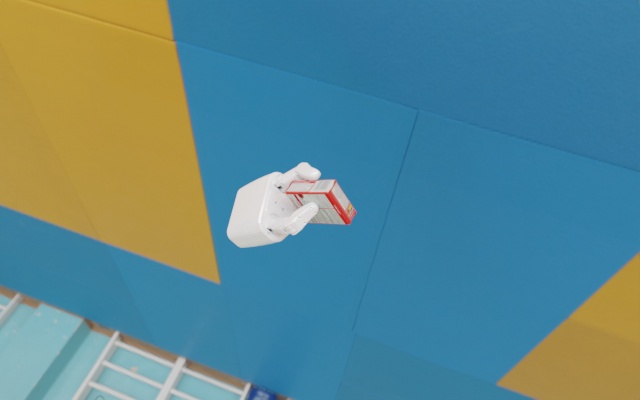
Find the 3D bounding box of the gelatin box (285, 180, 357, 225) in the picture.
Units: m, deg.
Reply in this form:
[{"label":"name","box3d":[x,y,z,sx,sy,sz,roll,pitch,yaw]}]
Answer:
[{"label":"gelatin box","box3d":[0.000,0.003,0.731,0.089,0.030,0.073,1,-42,40]}]
